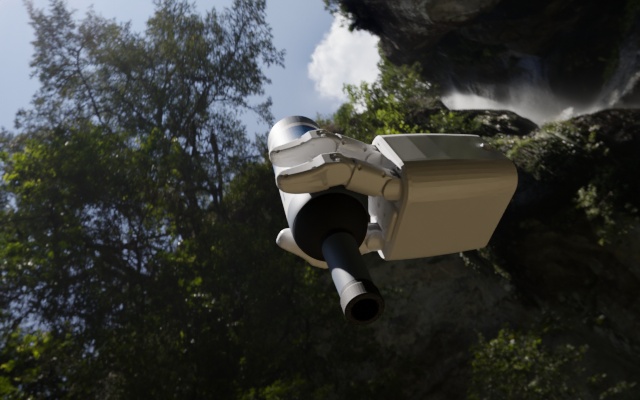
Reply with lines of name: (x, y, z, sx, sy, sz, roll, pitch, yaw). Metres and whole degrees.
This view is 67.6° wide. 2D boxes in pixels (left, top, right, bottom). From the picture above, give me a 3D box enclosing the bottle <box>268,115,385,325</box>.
bottle: (0.000, 0.001, 0.436, 0.069, 0.069, 0.295, 0, 28, -13)
